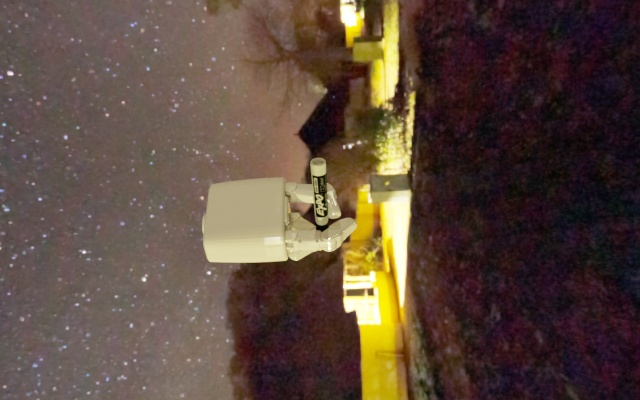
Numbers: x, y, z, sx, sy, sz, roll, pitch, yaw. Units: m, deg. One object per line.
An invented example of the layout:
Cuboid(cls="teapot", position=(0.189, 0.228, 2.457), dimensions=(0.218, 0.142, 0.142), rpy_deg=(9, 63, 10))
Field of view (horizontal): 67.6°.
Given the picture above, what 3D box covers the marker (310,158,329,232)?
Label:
Cuboid(cls="marker", position=(0.000, 0.002, 0.606), dimensions=(0.020, 0.121, 0.020), rpy_deg=(-2, 36, 2))
